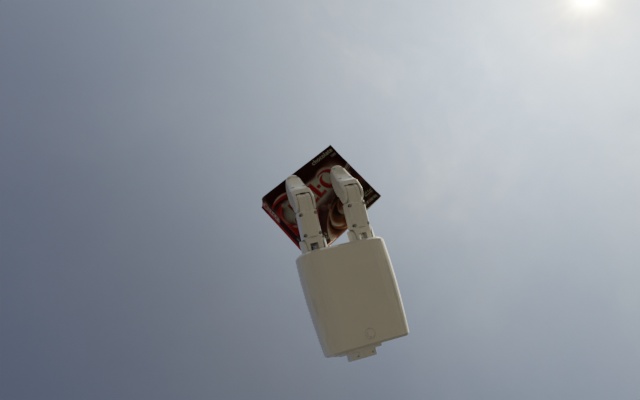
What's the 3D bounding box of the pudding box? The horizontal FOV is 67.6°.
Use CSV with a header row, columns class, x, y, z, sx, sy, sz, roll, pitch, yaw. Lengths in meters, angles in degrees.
class,x,y,z,sx,sy,sz,roll,pitch,yaw
pudding box,0.000,0.002,0.567,0.113,0.090,0.039,-39,-10,-23
